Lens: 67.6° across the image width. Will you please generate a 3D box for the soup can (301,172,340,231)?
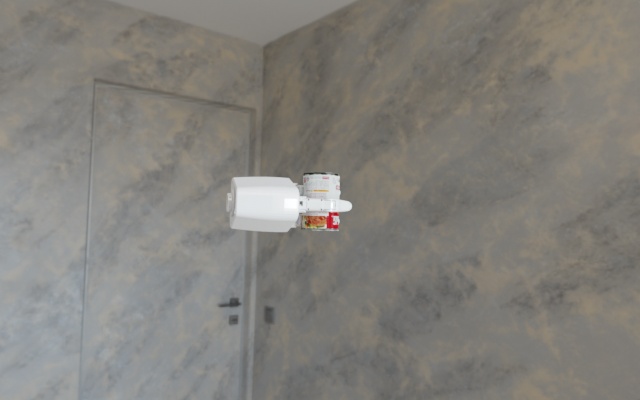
[{"bbox_3d":[0.001,0.003,0.860,0.068,0.102,0.068,2,-2,0],"label":"soup can"}]
